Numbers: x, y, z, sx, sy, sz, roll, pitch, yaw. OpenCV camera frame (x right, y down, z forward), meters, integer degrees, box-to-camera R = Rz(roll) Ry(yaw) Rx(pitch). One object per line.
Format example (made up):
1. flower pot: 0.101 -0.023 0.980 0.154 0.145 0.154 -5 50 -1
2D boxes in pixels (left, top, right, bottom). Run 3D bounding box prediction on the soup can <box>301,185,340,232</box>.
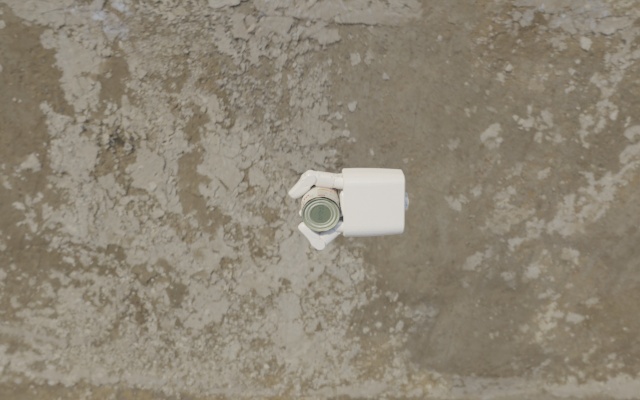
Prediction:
1. soup can: 0.000 0.003 0.843 0.068 0.068 0.102 0 26 -1
